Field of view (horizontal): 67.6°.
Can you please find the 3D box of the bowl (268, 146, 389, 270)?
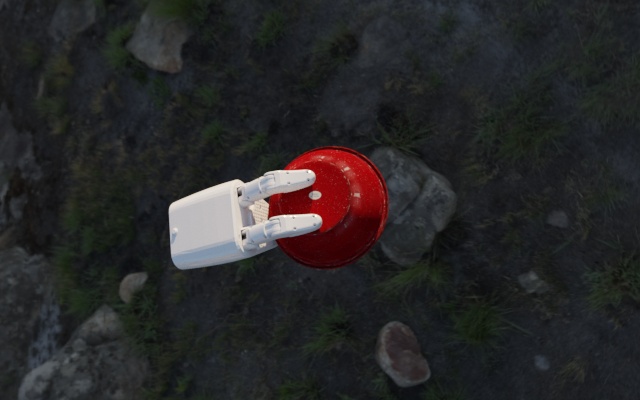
[{"bbox_3d":[0.001,0.001,0.588,0.162,0.162,0.055,0,-13,18],"label":"bowl"}]
